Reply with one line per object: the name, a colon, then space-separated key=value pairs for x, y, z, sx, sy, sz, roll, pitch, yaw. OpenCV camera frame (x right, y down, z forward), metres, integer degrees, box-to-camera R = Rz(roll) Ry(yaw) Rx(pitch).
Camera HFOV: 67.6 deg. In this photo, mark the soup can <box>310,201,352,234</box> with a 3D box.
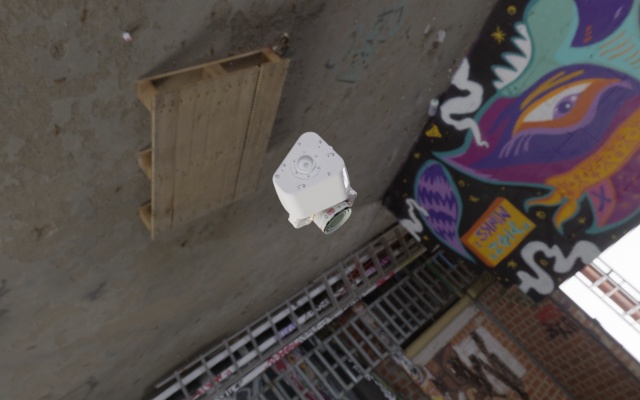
soup can: x=0.000 y=0.003 z=0.877 sx=0.102 sy=0.068 sz=0.068 roll=46 pitch=19 yaw=20
